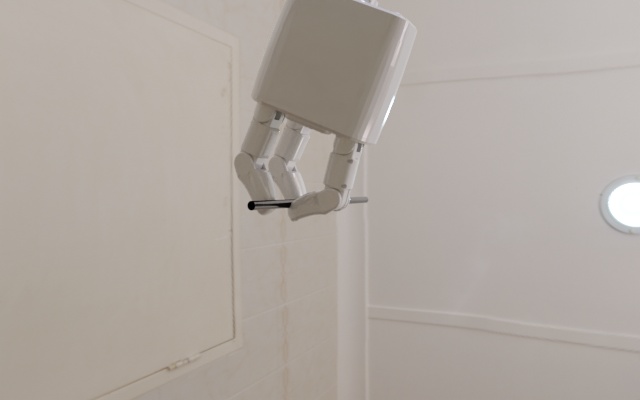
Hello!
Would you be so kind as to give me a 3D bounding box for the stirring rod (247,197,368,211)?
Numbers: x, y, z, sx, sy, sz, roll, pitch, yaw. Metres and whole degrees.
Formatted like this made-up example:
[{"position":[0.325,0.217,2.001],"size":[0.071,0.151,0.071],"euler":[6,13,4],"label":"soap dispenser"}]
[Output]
[{"position":[0.000,0.002,0.496],"size":[0.011,0.011,0.239],"euler":[0,1,28],"label":"stirring rod"}]
